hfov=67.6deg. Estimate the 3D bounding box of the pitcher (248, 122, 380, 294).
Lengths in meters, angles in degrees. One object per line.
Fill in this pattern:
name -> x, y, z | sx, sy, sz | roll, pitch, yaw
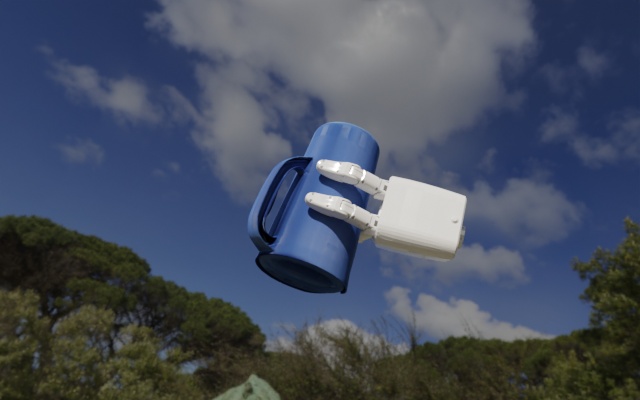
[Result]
pitcher -> 0.000, 0.002, 0.695 | 0.145, 0.242, 0.149 | 15, -26, 9
